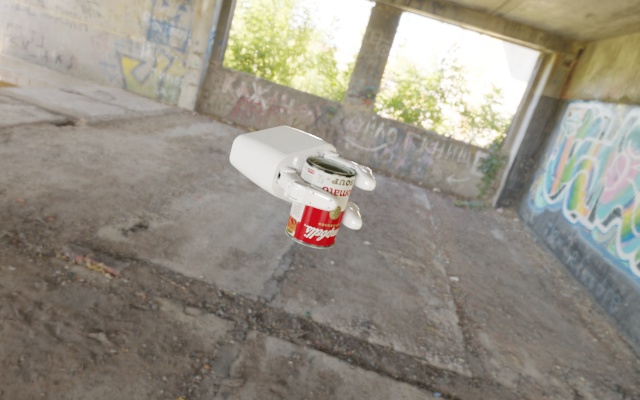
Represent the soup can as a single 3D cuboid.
[{"bbox_3d":[0.000,0.002,0.619,0.068,0.102,0.068,16,16,-5],"label":"soup can"}]
